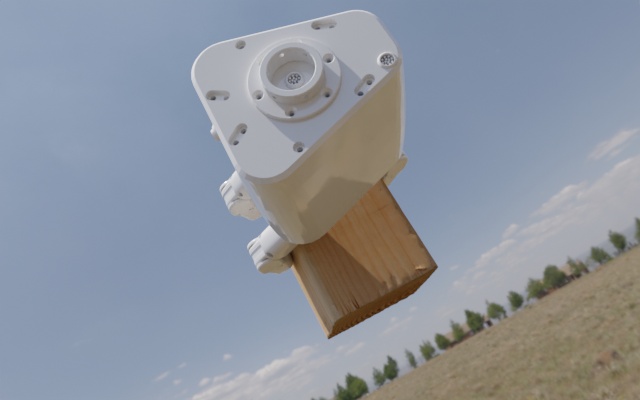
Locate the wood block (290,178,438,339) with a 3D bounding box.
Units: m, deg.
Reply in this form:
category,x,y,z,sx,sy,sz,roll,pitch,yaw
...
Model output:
category,x,y,z,sx,sy,sz,roll,pitch,yaw
wood block,0.000,0.001,0.418,0.091,0.206,0.090,-24,-21,-13
